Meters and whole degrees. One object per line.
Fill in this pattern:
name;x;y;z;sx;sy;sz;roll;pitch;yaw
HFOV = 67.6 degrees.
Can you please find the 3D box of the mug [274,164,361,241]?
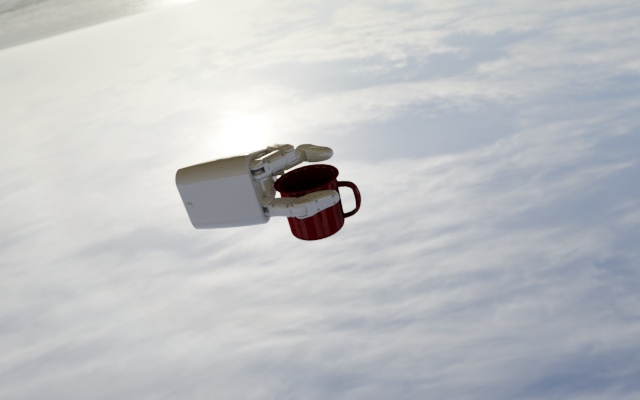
mug;0.002;0.002;0.674;0.117;0.081;0.093;-7;26;14
